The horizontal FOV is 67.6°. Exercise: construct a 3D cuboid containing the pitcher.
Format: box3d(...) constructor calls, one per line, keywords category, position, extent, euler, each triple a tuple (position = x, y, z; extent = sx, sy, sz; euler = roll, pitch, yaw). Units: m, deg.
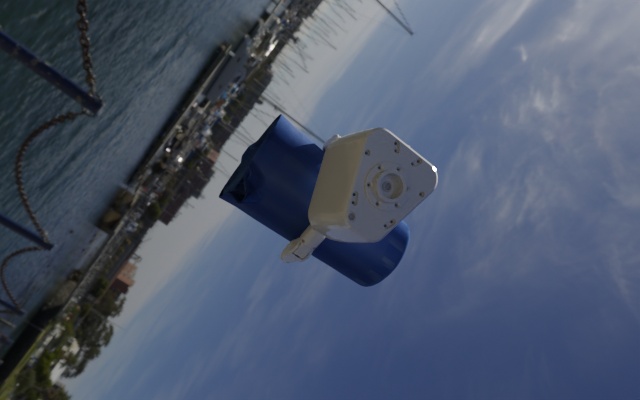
box3d(category="pitcher", position=(0.000, 0.002, 0.646), extent=(0.243, 0.149, 0.145), euler=(37, -14, -14))
